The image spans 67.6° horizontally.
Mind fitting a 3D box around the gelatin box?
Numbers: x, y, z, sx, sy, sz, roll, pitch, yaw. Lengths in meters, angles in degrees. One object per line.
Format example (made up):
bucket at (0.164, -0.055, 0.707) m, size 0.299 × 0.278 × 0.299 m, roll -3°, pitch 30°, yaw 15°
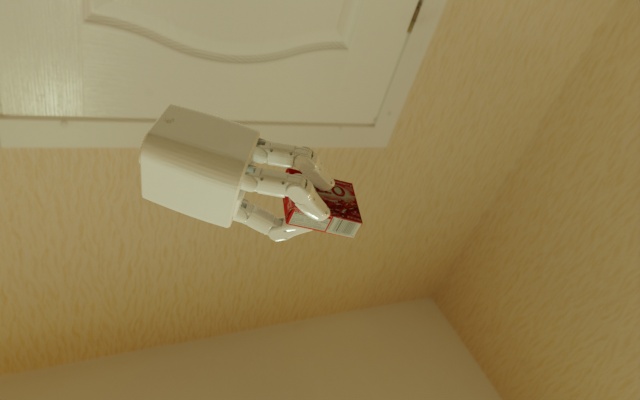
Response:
gelatin box at (0.000, 0.002, 0.564) m, size 0.089 × 0.030 × 0.073 m, roll 14°, pitch 38°, yaw -20°
